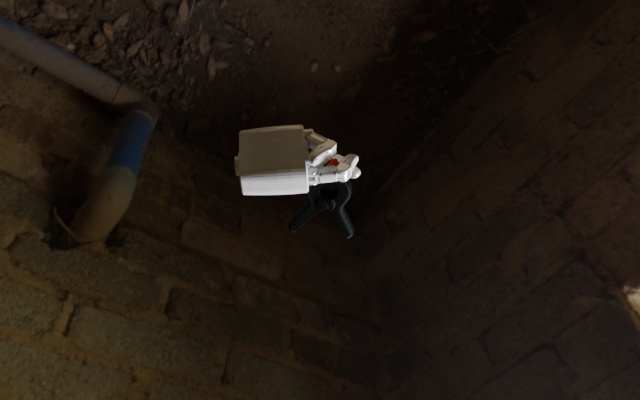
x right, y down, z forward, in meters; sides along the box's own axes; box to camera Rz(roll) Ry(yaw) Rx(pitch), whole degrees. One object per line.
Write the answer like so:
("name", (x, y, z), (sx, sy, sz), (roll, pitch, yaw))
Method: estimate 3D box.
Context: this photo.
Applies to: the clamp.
("clamp", (0.000, 0.003, 0.830), (0.120, 0.172, 0.039), (-4, 40, -3))
